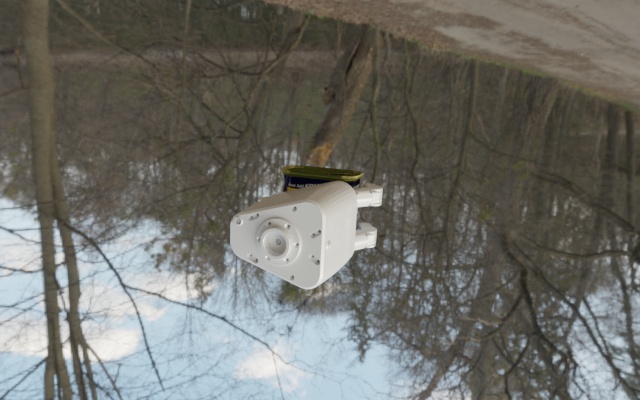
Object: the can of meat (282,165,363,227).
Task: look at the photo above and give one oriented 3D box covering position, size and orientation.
[{"bbox_3d":[0.000,0.002,0.618,0.102,0.084,0.057,7,12,16],"label":"can of meat"}]
